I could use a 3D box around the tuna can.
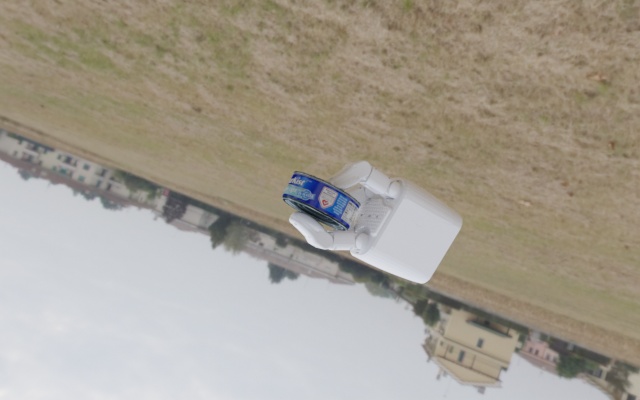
[{"bbox_3d":[0.000,0.002,0.542,0.086,0.033,0.086,26,-9,4],"label":"tuna can"}]
